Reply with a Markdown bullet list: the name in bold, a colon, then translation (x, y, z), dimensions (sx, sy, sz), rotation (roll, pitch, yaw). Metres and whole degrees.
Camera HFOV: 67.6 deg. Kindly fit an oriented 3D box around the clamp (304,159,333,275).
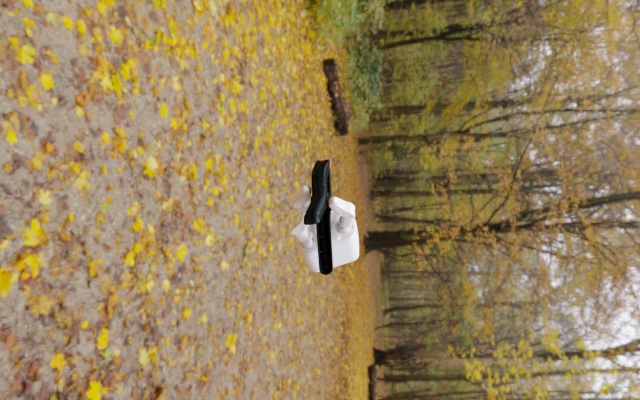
- **clamp**: translation (0.001, 0.002, 0.831), dimensions (0.036, 0.209, 0.165), rotation (-3, -32, 8)
